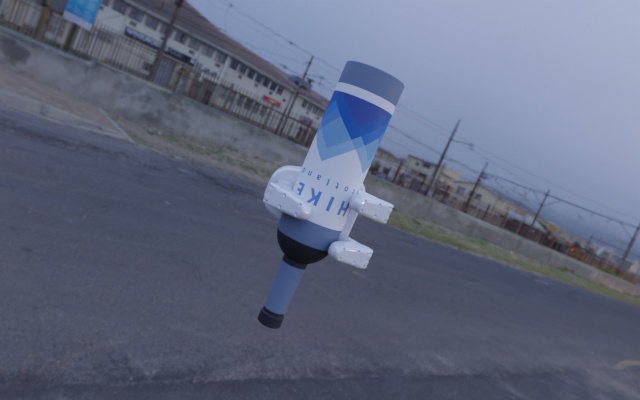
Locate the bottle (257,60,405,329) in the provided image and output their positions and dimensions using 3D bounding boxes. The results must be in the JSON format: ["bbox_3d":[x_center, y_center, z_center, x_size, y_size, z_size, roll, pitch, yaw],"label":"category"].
[{"bbox_3d":[0.000,0.001,0.516,0.069,0.296,0.069,23,6,-2],"label":"bottle"}]
